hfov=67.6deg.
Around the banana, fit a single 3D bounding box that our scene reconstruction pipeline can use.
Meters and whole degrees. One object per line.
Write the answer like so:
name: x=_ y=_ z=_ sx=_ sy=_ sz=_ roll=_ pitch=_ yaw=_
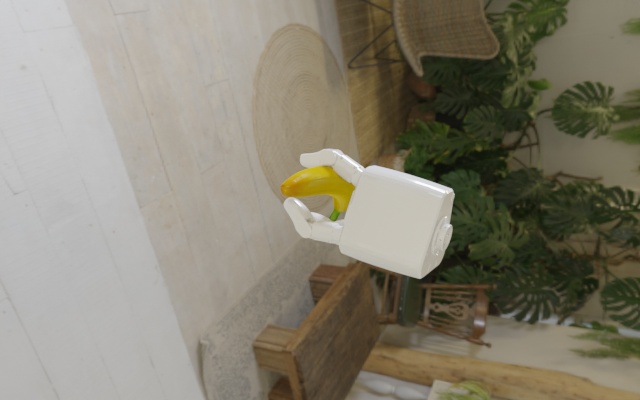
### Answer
banana: x=0.012 y=-0.013 z=0.642 sx=0.037 sy=0.069 sz=0.198 roll=34 pitch=0 yaw=25
